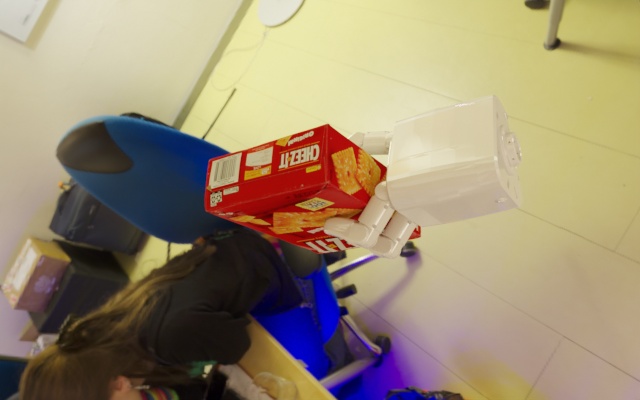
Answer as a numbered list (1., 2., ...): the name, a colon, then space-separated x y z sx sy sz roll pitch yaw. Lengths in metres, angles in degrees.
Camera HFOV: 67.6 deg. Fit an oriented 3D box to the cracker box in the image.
1. cracker box: 0.000 0.002 0.557 0.164 0.072 0.214 -12 -24 33
